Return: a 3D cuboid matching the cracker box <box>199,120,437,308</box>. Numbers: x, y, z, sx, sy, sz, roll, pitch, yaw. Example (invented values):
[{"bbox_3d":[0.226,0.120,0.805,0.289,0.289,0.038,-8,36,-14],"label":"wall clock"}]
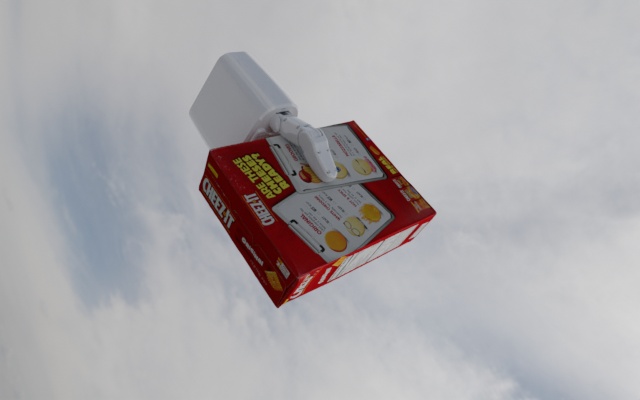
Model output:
[{"bbox_3d":[0.000,0.002,0.534,0.213,0.164,0.072,-19,-28,-39],"label":"cracker box"}]
